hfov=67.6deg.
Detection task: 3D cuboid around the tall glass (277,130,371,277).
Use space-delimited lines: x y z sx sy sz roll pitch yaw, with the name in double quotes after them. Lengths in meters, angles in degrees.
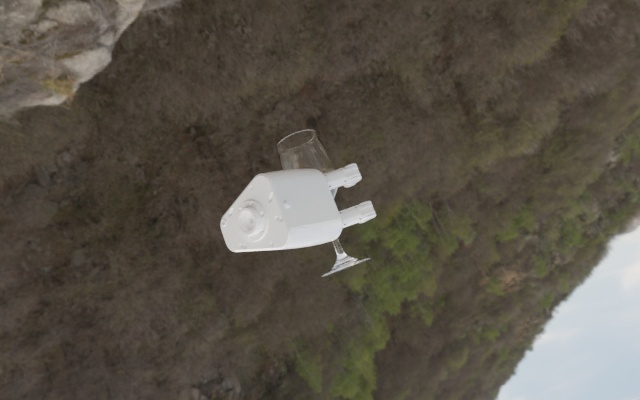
0.000 0.003 0.679 0.079 0.201 0.079 -20 -10 -4 "tall glass"
